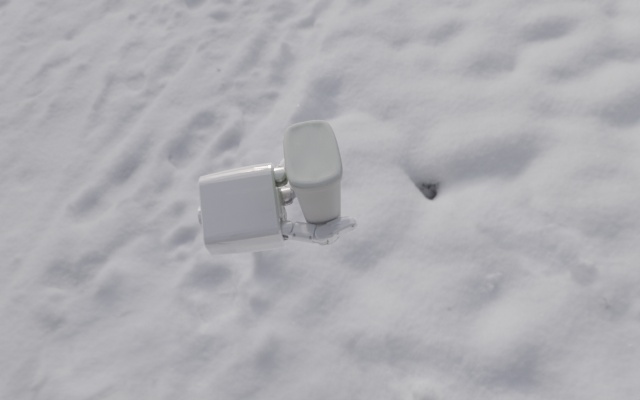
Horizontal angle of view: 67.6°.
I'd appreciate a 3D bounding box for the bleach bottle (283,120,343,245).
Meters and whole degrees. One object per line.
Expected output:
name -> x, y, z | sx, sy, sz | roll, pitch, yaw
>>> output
bleach bottle -> 0.000, 0.002, 0.676 | 0.068, 0.102, 0.251 | -10, -31, 0
